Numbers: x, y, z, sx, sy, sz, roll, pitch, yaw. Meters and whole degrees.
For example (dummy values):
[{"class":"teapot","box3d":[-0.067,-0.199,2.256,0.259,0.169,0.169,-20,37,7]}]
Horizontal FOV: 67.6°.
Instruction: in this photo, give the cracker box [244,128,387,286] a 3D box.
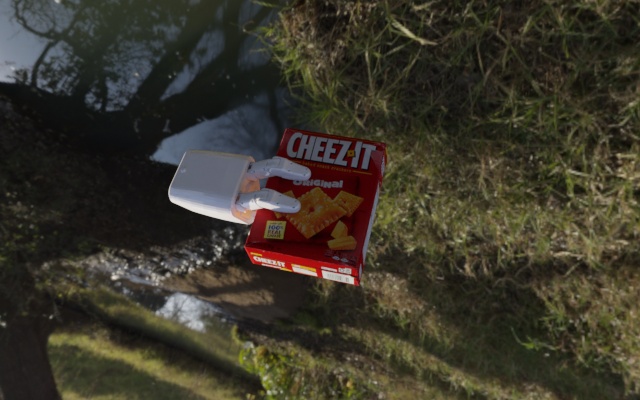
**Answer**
[{"class":"cracker box","box3d":[0.000,0.003,0.713,0.164,0.213,0.072,11,-27,11]}]
